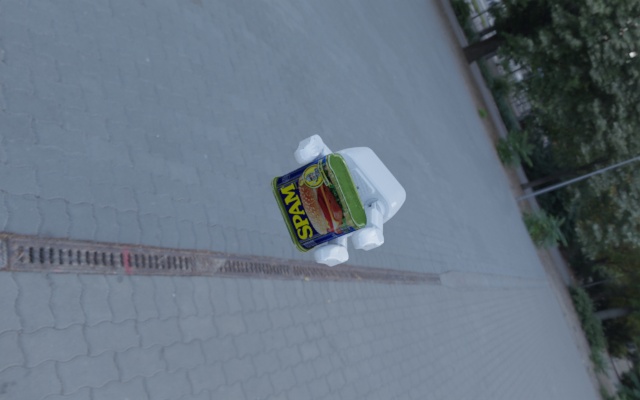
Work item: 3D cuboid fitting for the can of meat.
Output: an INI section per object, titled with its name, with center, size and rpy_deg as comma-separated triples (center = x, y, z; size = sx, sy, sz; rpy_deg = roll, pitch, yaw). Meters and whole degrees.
[can of meat]
center = 0.000, 0.002, 0.583
size = 0.084, 0.102, 0.057
rpy_deg = -23, -2, 25
